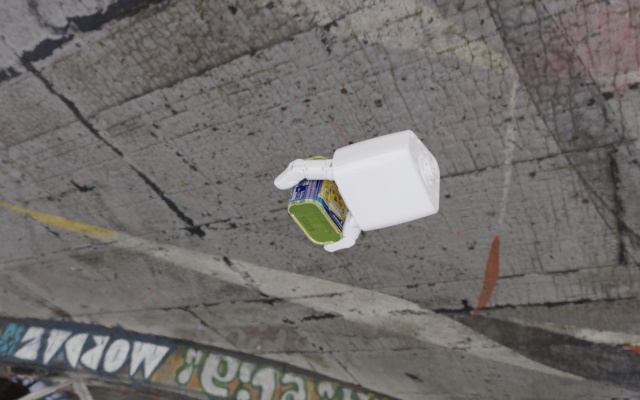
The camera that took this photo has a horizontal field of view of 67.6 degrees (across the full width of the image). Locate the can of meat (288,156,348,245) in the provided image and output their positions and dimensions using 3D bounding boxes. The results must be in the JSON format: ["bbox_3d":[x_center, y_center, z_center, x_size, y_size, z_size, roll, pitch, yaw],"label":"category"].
[{"bbox_3d":[0.000,0.002,0.688,0.057,0.084,0.102,-12,-45,27],"label":"can of meat"}]
